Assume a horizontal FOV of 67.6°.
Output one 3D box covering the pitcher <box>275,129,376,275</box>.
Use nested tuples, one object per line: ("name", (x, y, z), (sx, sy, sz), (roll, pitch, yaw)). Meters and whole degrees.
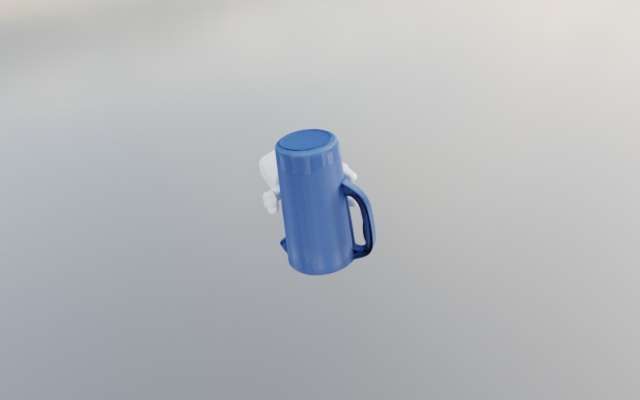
("pitcher", (0.000, 0.003, 0.849), (0.149, 0.243, 0.145), (-18, 31, -17))
